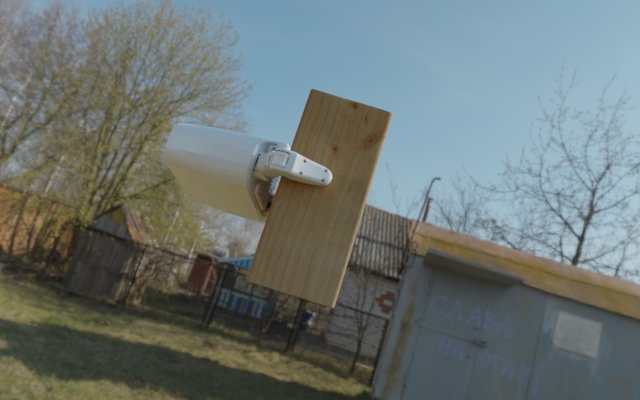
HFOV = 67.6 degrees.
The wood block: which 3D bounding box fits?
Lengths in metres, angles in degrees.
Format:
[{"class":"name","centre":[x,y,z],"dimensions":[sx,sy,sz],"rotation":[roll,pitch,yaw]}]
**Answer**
[{"class":"wood block","centre":[0.000,0.001,0.513],"dimensions":[0.090,0.206,0.091],"rotation":[17,-10,1]}]
